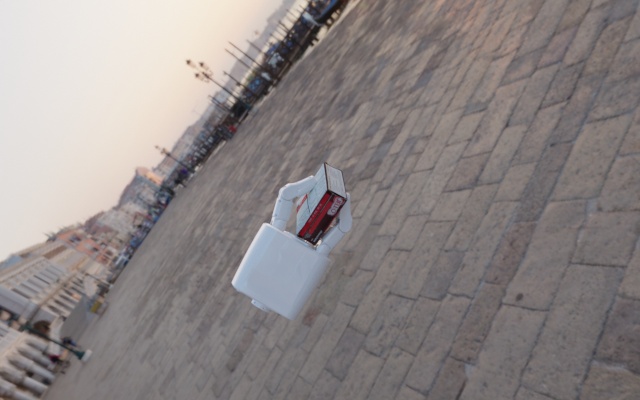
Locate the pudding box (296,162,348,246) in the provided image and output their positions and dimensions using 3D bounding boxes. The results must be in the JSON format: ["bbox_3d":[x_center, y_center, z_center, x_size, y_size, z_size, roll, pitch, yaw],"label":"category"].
[{"bbox_3d":[0.000,0.002,0.730,0.039,0.090,0.113,28,22,-17],"label":"pudding box"}]
